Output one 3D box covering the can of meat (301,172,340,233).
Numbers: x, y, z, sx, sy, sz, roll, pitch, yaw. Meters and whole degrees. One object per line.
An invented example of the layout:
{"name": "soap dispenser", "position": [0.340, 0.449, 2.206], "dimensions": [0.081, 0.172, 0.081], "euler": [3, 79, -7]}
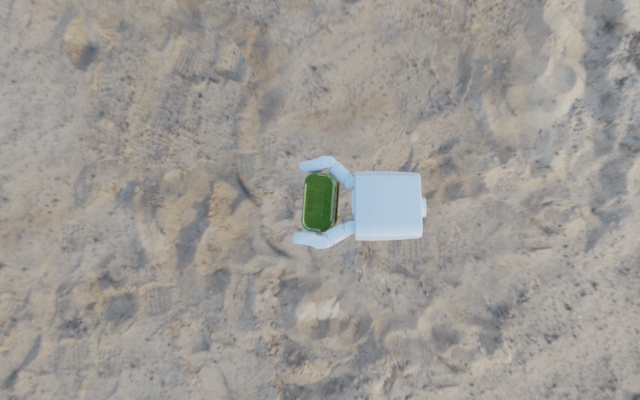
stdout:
{"name": "can of meat", "position": [0.000, 0.003, 0.804], "dimensions": [0.057, 0.102, 0.084], "euler": [4, 1, 5]}
